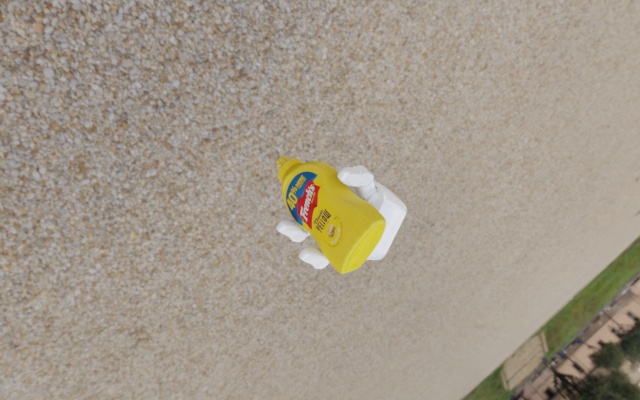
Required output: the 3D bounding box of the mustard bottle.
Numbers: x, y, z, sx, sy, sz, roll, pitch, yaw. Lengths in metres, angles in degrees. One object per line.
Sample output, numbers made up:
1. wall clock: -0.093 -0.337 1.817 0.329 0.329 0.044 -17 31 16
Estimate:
1. mustard bottle: 0.000 0.002 0.657 0.058 0.096 0.191 -11 48 -44
